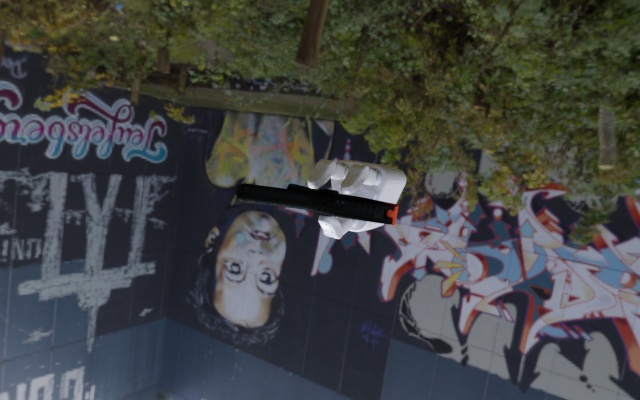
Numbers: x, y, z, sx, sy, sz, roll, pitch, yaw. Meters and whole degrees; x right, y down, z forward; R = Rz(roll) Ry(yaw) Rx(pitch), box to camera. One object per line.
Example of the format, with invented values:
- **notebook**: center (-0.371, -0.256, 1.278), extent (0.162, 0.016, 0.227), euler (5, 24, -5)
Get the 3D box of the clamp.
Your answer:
- **clamp**: center (0.001, 0.003, 0.662), extent (0.210, 0.036, 0.164), euler (11, 7, 28)
